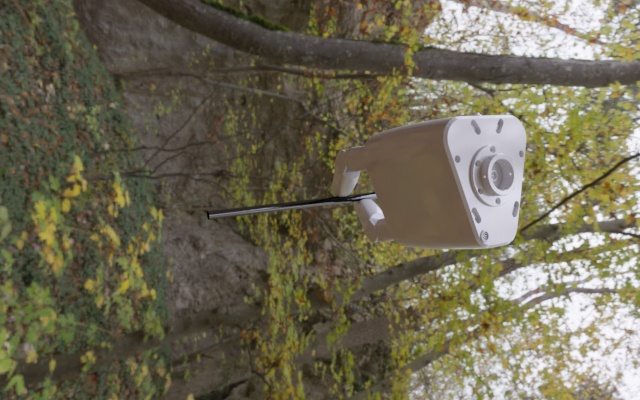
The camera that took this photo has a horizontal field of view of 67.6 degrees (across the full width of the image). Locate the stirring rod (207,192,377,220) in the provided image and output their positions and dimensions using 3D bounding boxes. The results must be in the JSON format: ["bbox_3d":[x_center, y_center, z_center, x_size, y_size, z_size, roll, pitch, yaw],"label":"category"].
[{"bbox_3d":[0.000,0.002,0.503,0.239,0.011,0.011,-7,3,-28],"label":"stirring rod"}]
